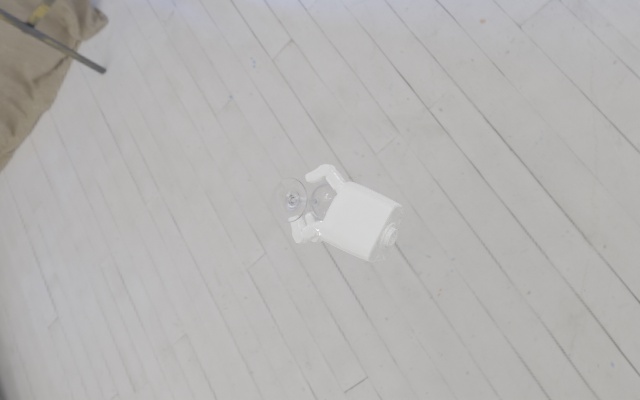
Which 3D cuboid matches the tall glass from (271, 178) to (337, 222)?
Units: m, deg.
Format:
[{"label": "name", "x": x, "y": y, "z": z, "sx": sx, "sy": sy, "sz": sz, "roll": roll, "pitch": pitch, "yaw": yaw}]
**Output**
[{"label": "tall glass", "x": 0.000, "y": 0.003, "z": 0.876, "sx": 0.079, "sy": 0.079, "sz": 0.201, "roll": 0, "pitch": -2, "yaw": 32}]
